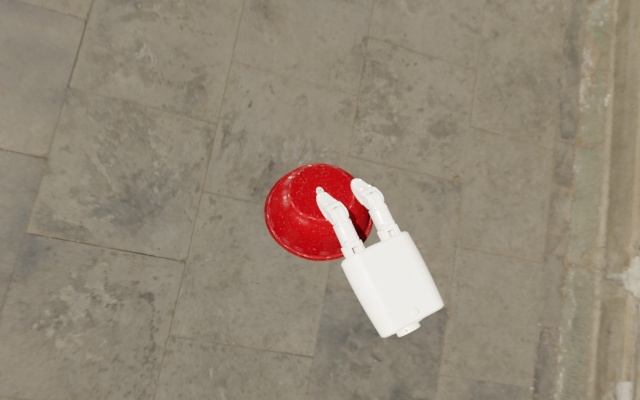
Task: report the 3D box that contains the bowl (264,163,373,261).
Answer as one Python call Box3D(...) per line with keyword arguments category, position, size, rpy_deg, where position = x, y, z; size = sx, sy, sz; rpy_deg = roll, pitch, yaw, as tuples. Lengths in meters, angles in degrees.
Box3D(category="bowl", position=(-0.001, 0.001, 0.679), size=(0.162, 0.162, 0.055), rpy_deg=(0, -32, -5))
